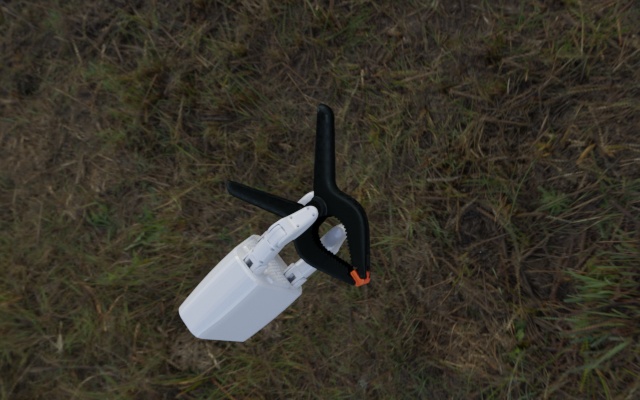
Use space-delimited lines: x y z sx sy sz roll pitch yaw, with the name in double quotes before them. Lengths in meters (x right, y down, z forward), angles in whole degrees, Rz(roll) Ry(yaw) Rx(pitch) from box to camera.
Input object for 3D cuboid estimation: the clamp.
"clamp" 0.000 0.002 0.557 0.164 0.210 0.036 -44 -17 14
